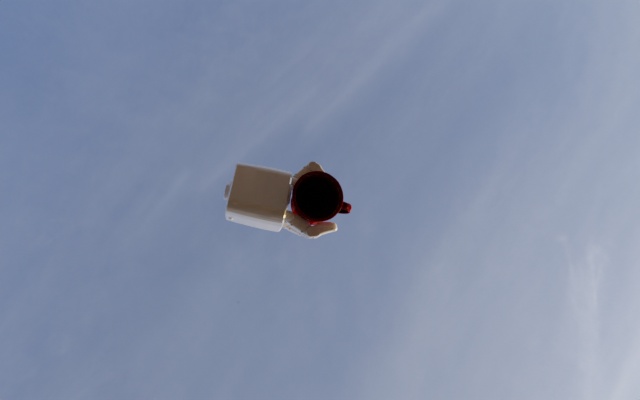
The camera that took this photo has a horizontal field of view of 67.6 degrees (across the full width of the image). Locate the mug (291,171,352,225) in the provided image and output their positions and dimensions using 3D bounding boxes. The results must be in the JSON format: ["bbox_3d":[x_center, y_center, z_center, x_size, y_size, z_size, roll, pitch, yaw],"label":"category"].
[{"bbox_3d":[0.002,0.003,0.886,0.117,0.093,0.081,13,-14,-8],"label":"mug"}]
